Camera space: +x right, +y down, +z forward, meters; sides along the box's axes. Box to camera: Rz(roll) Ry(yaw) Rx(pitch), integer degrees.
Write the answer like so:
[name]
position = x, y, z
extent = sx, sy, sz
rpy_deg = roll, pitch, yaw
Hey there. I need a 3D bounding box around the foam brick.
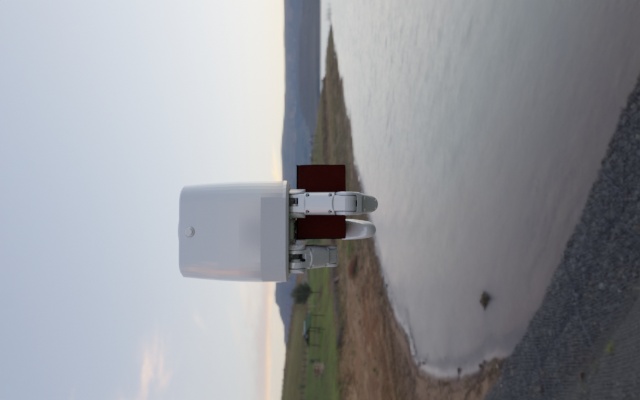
[foam brick]
position = 0.000, 0.001, 0.504
extent = 0.051, 0.078, 0.053
rpy_deg = 0, -2, 0
